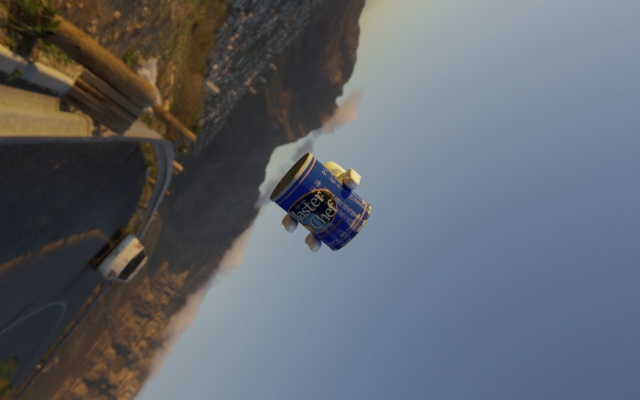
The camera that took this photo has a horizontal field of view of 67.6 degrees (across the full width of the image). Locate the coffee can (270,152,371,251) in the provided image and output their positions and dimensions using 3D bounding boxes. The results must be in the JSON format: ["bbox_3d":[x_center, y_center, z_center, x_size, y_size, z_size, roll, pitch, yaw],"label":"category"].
[{"bbox_3d":[0.000,0.003,0.807,0.140,0.103,0.103,40,-10,-12],"label":"coffee can"}]
